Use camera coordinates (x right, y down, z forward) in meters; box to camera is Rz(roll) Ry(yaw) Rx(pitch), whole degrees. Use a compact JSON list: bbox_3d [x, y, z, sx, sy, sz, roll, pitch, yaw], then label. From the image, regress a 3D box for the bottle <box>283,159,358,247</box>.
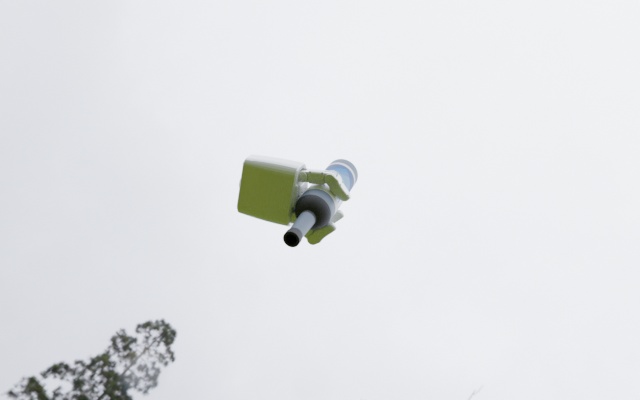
[{"bbox_3d":[0.000,0.003,0.856,0.069,0.069,0.295,0,23,19],"label":"bottle"}]
